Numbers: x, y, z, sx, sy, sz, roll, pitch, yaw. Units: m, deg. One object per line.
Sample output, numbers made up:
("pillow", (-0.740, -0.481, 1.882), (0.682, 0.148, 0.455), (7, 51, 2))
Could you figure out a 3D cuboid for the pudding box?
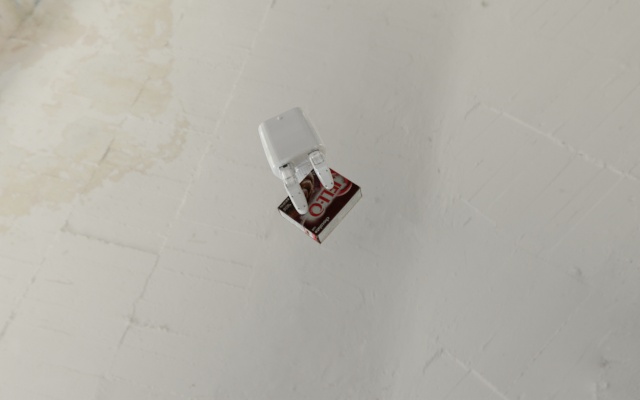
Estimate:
("pudding box", (0.000, 0.003, 0.787), (0.090, 0.113, 0.039), (33, -15, 27))
